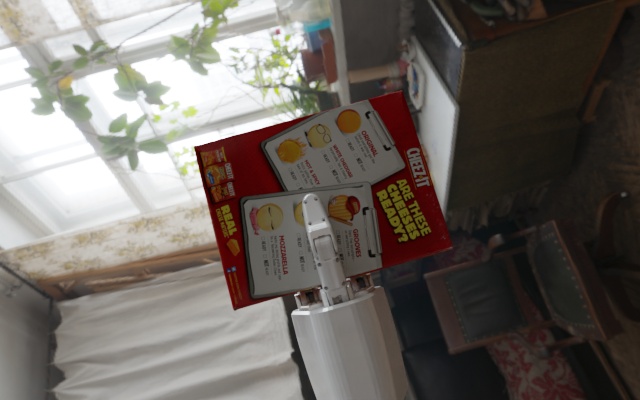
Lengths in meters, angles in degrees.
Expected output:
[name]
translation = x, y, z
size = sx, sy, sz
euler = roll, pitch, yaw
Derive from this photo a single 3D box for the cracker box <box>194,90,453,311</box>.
[cracker box]
translation = 0.000, 0.002, 0.482
size = 0.213, 0.164, 0.072
euler = -15, -8, -3
